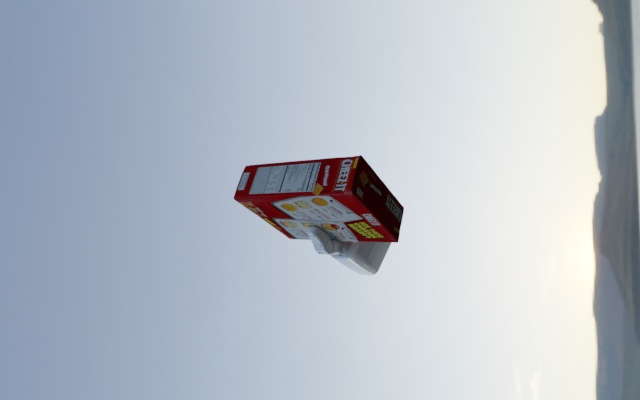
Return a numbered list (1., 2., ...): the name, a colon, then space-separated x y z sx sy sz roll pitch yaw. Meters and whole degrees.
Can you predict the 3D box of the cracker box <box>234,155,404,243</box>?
1. cracker box: 0.000 0.003 0.750 0.213 0.072 0.164 -2 -28 33
